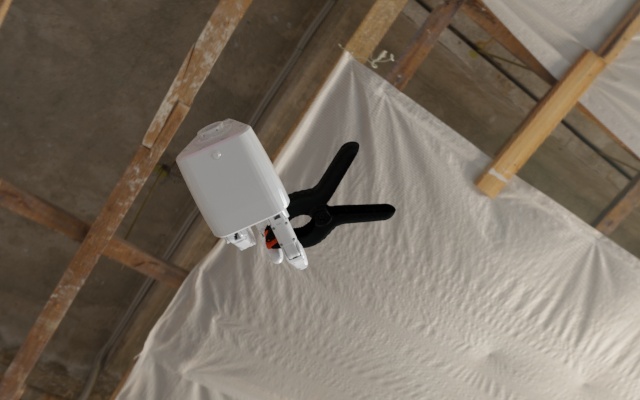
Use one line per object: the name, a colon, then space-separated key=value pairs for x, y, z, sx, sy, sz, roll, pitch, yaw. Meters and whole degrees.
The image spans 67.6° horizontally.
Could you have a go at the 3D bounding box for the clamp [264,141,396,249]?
clamp: x=0.000 y=0.002 z=0.599 sx=0.171 sy=0.120 sz=0.039 roll=-23 pitch=24 yaw=0
